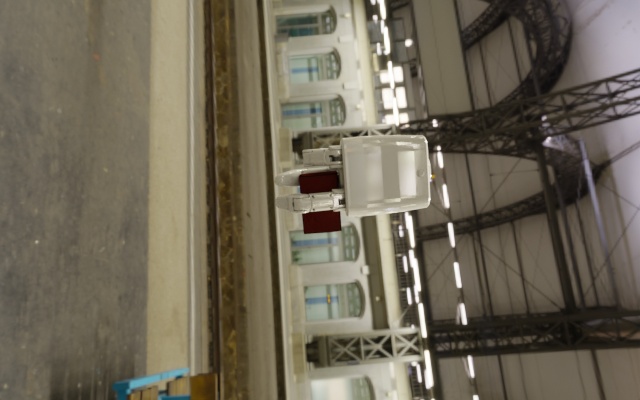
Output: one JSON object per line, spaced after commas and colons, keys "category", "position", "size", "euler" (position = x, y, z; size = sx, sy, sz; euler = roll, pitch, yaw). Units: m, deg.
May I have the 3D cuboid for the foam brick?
{"category": "foam brick", "position": [0.000, 0.002, 0.636], "size": [0.051, 0.078, 0.053], "euler": [-4, 7, -1]}
